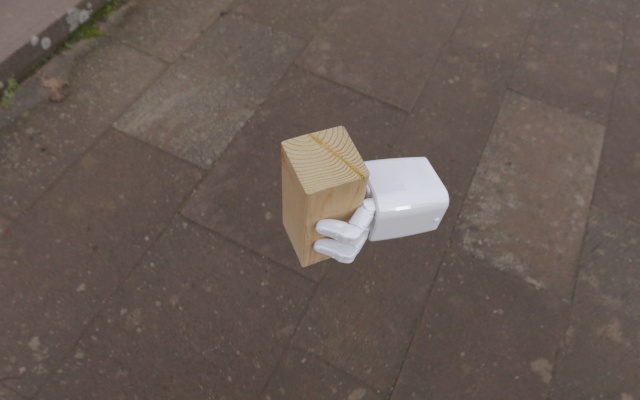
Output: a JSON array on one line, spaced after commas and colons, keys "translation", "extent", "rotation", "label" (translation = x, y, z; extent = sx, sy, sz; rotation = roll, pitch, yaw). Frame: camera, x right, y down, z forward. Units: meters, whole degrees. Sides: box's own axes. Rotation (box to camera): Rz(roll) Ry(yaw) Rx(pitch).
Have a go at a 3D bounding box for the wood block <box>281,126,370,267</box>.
[{"translation": [0.000, 0.002, 0.689], "extent": [0.090, 0.090, 0.206], "rotation": [-17, -30, -15], "label": "wood block"}]
